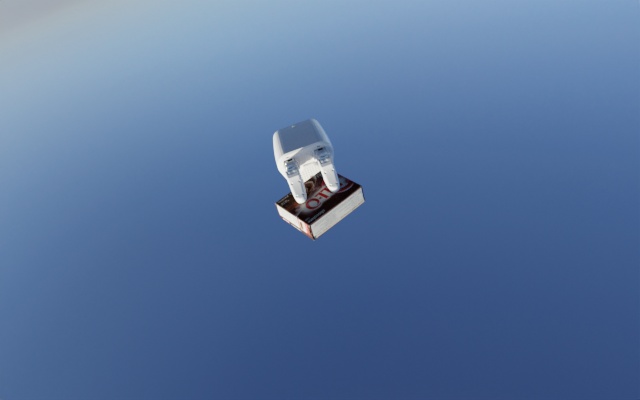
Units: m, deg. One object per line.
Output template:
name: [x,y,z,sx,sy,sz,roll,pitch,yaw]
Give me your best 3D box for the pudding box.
pudding box: [0.000,0.003,0.756,0.113,0.039,0.090,-38,42,-21]
